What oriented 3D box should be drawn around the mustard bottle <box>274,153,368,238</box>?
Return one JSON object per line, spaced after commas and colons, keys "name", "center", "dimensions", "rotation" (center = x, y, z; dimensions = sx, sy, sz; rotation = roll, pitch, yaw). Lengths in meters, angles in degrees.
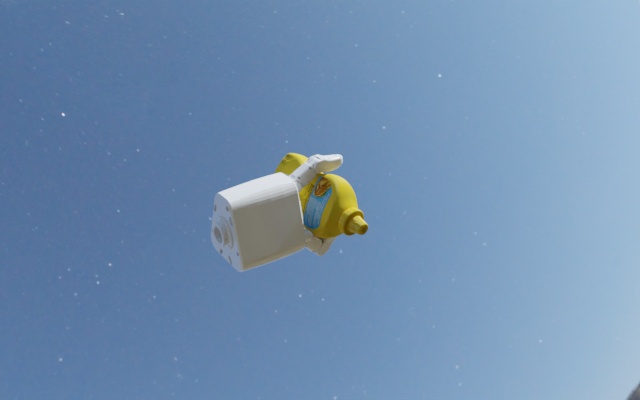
{"name": "mustard bottle", "center": [0.000, 0.002, 0.727], "dimensions": [0.058, 0.096, 0.191], "rotation": [9, 17, -45]}
